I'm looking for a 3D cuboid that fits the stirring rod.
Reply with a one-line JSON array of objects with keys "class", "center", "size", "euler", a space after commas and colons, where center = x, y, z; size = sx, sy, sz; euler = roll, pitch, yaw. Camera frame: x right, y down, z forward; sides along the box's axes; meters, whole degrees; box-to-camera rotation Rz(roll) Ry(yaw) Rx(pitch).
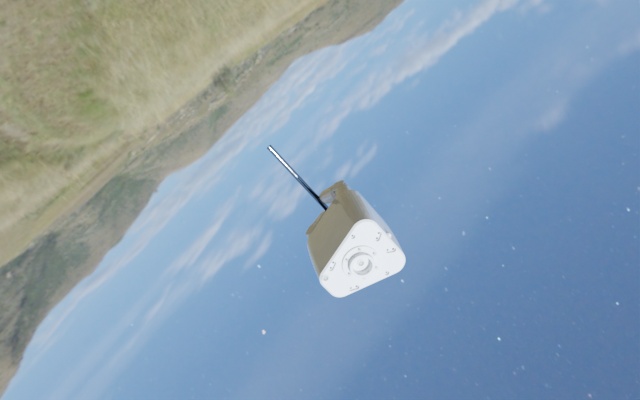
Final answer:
[{"class": "stirring rod", "center": [0.000, 0.002, 0.750], "size": [0.239, 0.011, 0.011], "euler": [47, -21, -21]}]
